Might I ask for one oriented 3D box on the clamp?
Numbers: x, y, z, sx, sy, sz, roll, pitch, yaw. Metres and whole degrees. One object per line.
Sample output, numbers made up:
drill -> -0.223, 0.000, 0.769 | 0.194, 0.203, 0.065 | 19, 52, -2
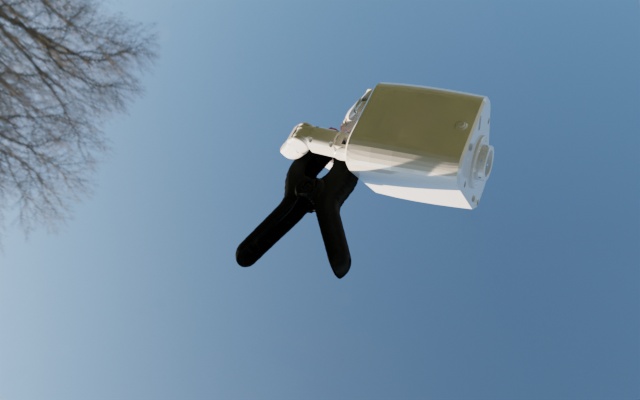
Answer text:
clamp -> 0.000, 0.002, 0.467 | 0.120, 0.171, 0.039 | 14, -26, 29
